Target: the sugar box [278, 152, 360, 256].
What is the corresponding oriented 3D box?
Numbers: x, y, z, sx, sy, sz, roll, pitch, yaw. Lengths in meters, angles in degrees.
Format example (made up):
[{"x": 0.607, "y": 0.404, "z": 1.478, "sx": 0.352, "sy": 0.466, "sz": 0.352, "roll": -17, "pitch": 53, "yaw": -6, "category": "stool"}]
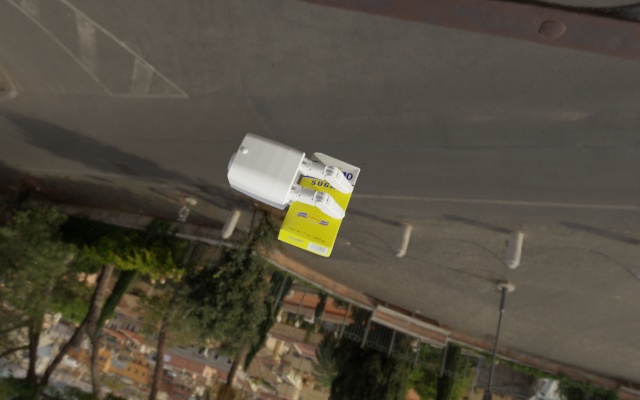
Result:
[{"x": 0.000, "y": 0.003, "z": 0.839, "sx": 0.093, "sy": 0.176, "sz": 0.048, "roll": 21, "pitch": -29, "yaw": -1, "category": "sugar box"}]
